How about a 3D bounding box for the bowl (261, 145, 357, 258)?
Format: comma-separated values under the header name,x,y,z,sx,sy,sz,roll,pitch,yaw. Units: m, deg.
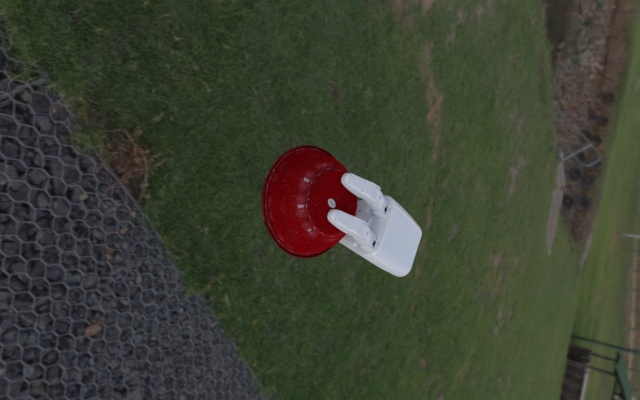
name,x,y,z,sx,sy,sz,roll,pitch,yaw
bowl,-0.001,0.002,0.660,0.162,0.162,0.055,0,1,-40
